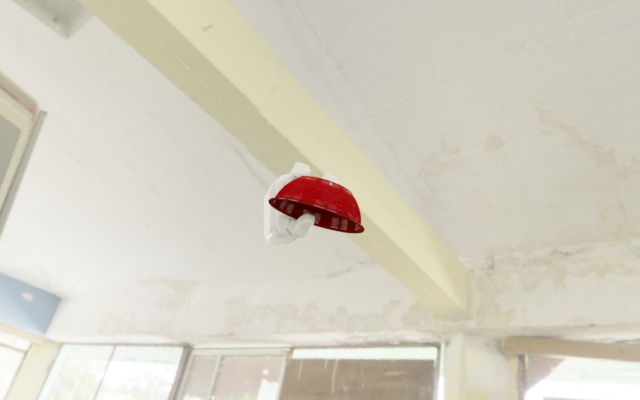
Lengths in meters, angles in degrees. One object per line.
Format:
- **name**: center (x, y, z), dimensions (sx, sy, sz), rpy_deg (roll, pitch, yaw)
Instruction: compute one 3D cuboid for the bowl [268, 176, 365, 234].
- **bowl**: center (0.001, 0.002, 0.770), dimensions (0.162, 0.055, 0.162), rpy_deg (17, -12, 4)
